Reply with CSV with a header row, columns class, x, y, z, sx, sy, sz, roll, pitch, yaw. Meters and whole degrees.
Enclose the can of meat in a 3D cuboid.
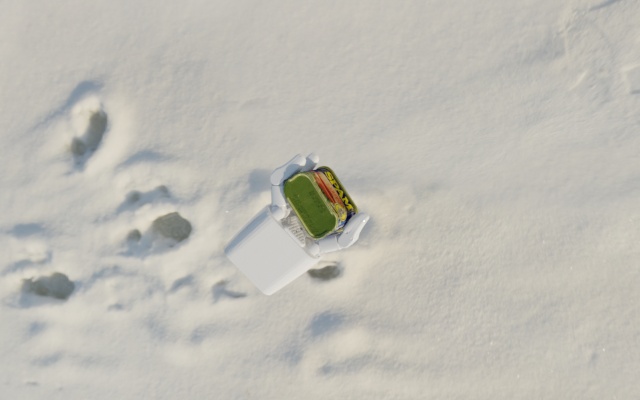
class,x,y,z,sx,sy,sz,roll,pitch,yaw
can of meat,0.000,0.002,0.698,0.057,0.102,0.084,-36,-7,23
